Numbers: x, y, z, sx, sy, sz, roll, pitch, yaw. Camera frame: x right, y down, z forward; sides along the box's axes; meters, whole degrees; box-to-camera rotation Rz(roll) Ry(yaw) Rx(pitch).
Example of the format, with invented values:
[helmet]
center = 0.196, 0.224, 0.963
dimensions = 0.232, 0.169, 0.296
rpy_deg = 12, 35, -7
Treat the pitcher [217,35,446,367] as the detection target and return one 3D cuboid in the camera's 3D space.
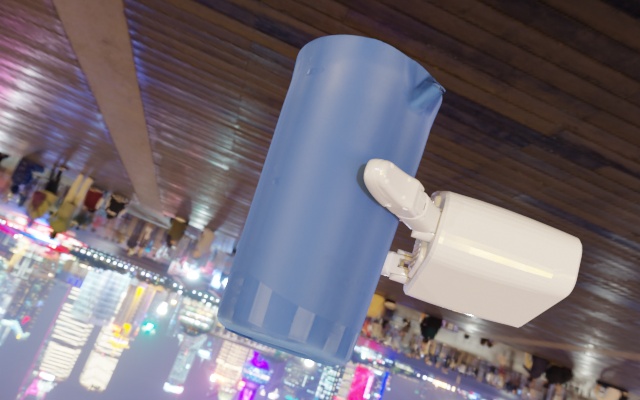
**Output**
[pitcher]
center = 0.000, 0.001, 0.402
dimensions = 0.145, 0.242, 0.149
rpy_deg = 18, -16, 6
